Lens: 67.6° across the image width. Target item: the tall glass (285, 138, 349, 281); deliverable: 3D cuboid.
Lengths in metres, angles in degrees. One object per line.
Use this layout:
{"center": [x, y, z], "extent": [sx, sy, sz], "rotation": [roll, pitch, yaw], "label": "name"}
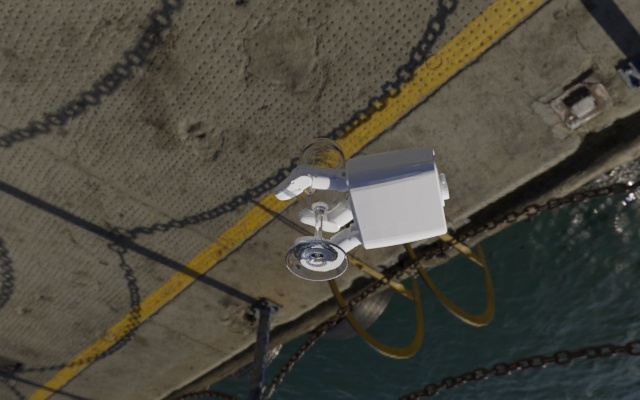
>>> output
{"center": [0.000, 0.003, 0.626], "extent": [0.079, 0.079, 0.200], "rotation": [0, 44, 3], "label": "tall glass"}
